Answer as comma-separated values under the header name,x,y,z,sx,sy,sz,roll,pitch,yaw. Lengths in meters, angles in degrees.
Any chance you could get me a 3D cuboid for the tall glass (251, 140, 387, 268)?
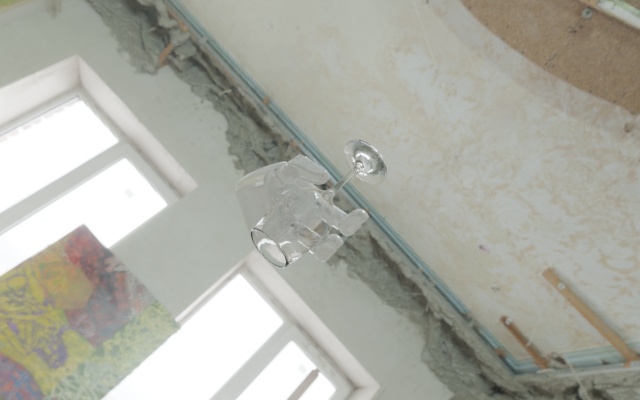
name,x,y,z,sx,sy,sz,roll,pitch,yaw
tall glass,0.001,0.002,0.634,0.201,0.079,0.079,-42,24,-31
